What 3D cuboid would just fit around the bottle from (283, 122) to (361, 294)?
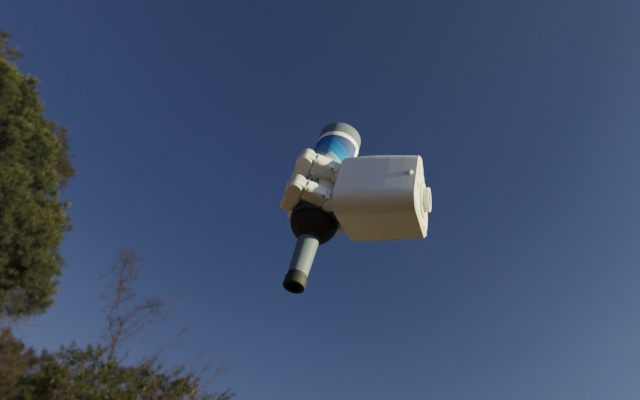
[{"bbox_3d":[0.000,0.002,0.670,0.069,0.069,0.295,0,44,18],"label":"bottle"}]
